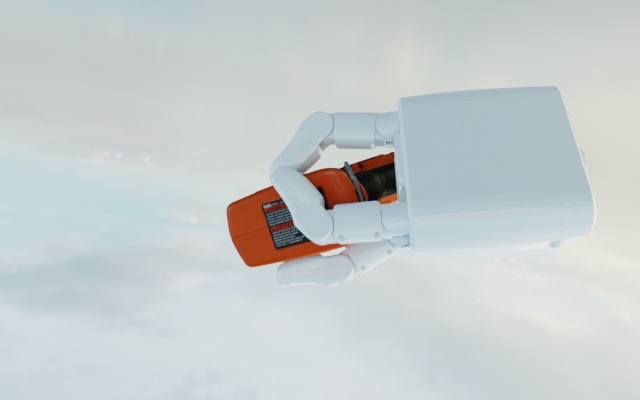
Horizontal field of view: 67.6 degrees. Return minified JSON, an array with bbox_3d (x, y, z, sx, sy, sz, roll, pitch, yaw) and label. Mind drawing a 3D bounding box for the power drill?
[{"bbox_3d":[0.000,0.001,0.424,0.184,0.057,0.187,-19,4,26],"label":"power drill"}]
